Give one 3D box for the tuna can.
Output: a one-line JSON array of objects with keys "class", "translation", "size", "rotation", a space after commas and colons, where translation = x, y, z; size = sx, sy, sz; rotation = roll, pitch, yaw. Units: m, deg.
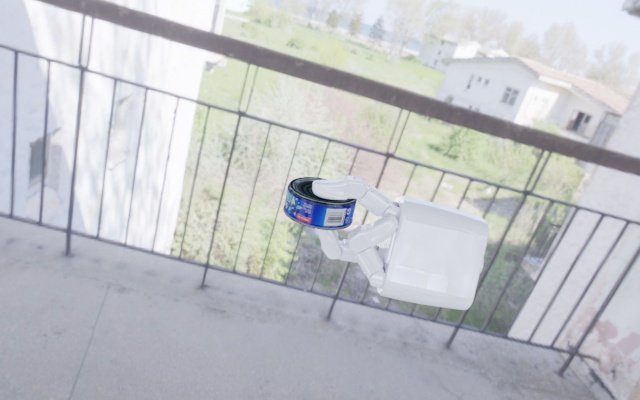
[{"class": "tuna can", "translation": [0.000, 0.001, 0.574], "size": [0.086, 0.034, 0.086], "rotation": [10, 22, -4]}]
